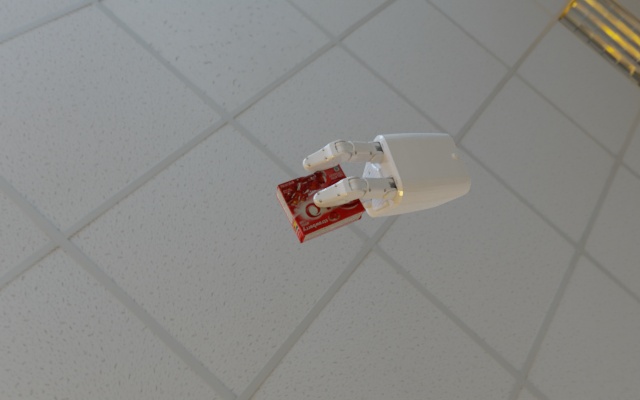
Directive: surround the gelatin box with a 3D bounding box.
[{"bbox_3d":[0.000,0.002,0.590,0.089,0.073,0.030,-21,-21,-20],"label":"gelatin box"}]
